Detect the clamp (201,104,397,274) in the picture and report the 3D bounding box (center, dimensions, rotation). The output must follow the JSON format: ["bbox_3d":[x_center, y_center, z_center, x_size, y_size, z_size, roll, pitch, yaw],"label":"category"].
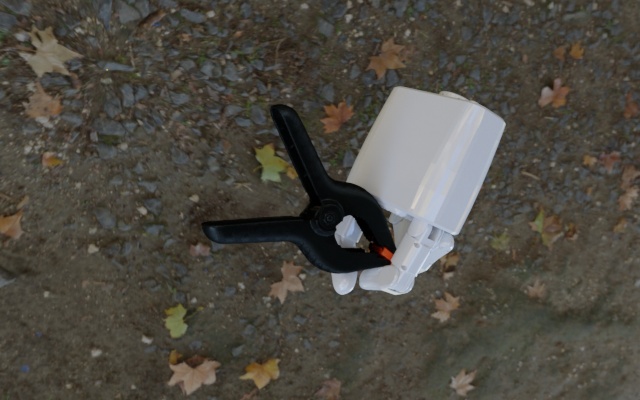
[{"bbox_3d":[0.000,0.002,0.401,0.171,0.120,0.039,23,4,-27],"label":"clamp"}]
